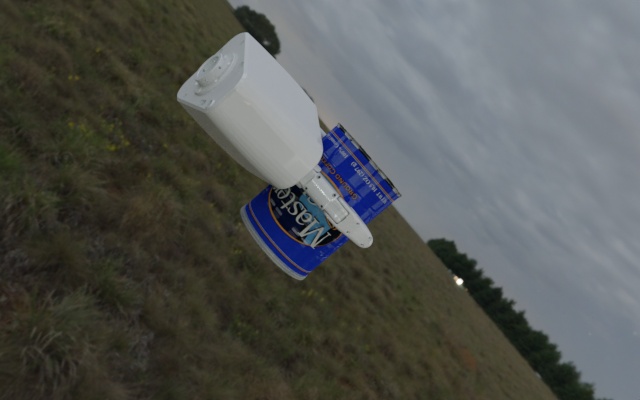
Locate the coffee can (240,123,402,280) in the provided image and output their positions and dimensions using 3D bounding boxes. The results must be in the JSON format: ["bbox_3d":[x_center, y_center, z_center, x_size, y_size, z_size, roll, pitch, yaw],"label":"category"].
[{"bbox_3d":[0.000,0.002,0.512,0.140,0.103,0.103,-41,-5,6],"label":"coffee can"}]
